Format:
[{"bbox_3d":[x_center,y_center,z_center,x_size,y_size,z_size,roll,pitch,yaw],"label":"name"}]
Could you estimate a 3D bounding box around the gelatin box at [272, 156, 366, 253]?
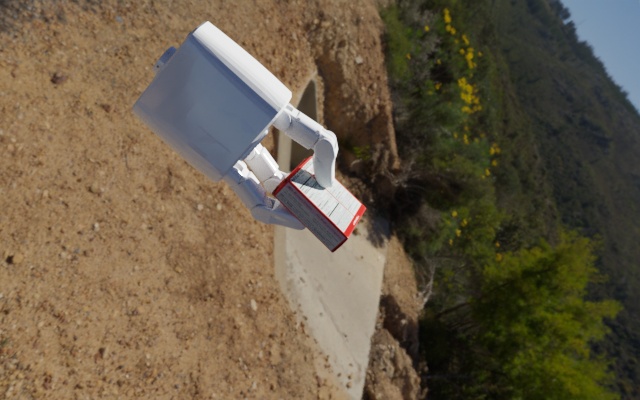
[{"bbox_3d":[0.001,0.002,0.508,0.030,0.089,0.073,-45,4,31],"label":"gelatin box"}]
